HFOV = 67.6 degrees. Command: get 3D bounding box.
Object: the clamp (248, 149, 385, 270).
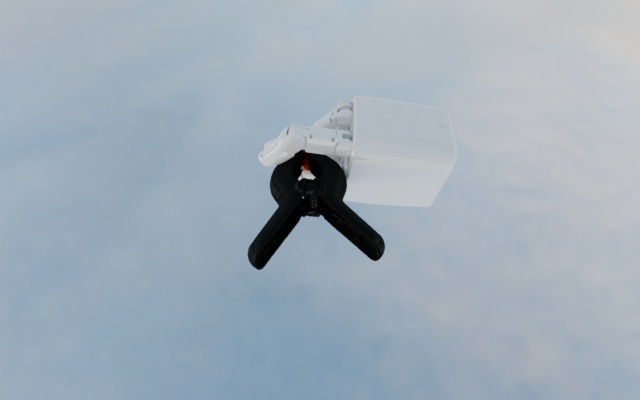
[{"bbox_3d":[0.000,0.002,0.471,0.120,0.039,0.171,6,44,-2],"label":"clamp"}]
